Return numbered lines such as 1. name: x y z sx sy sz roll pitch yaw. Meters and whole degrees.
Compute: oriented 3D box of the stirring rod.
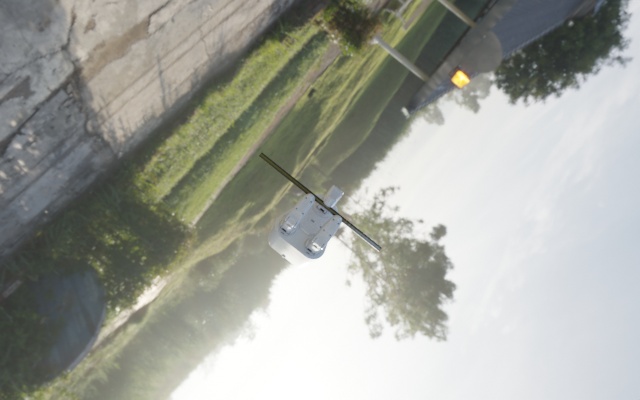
1. stirring rod: 0.000 0.002 0.751 0.239 0.011 0.011 38 -1 -1
